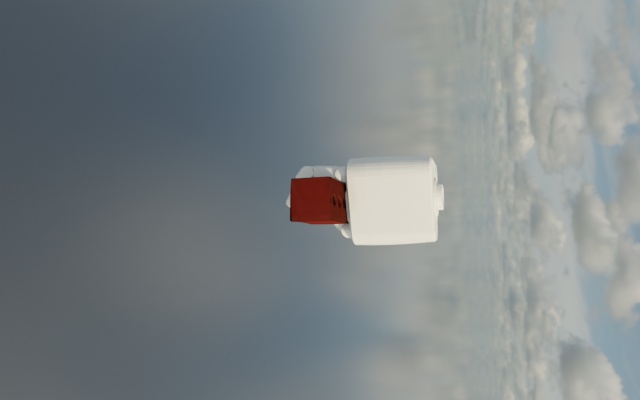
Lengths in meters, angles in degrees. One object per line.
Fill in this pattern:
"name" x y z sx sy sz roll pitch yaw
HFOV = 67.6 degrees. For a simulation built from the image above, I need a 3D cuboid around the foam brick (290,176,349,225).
"foam brick" 0.000 0.002 0.588 0.051 0.053 0.078 -2 -5 18
